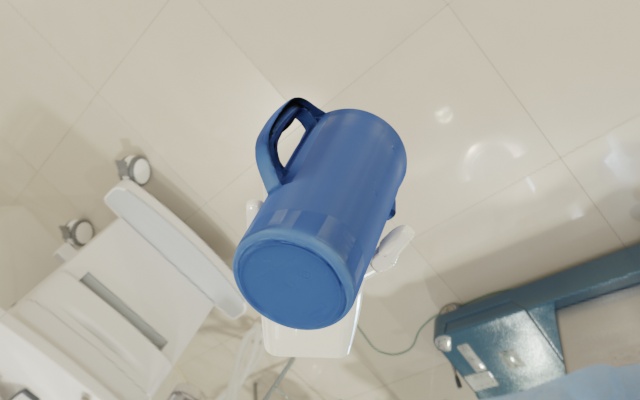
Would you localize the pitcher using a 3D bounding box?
[{"bbox_3d":[0.000,0.002,0.483,0.149,0.145,0.242,13,33,10],"label":"pitcher"}]
